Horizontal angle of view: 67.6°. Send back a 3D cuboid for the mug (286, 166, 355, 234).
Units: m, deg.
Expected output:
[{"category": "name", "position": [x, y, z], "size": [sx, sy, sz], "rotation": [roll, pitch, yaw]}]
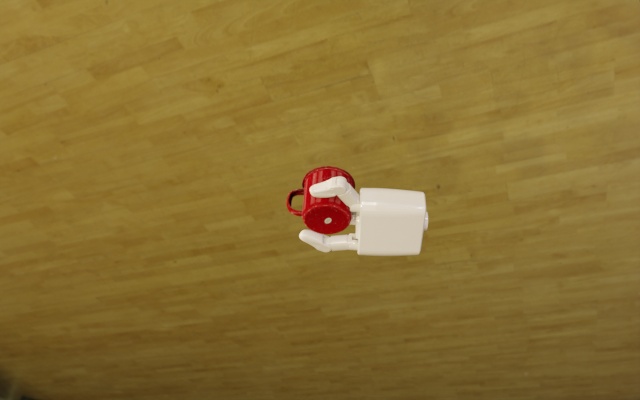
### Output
[{"category": "mug", "position": [-0.001, 0.003, 0.809], "size": [0.117, 0.081, 0.093], "rotation": [1, -42, 4]}]
